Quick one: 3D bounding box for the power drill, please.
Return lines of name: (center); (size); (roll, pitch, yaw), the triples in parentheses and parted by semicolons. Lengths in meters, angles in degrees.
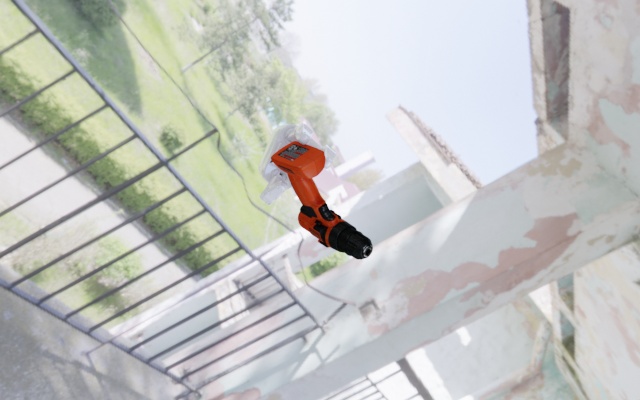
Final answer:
power drill: (0.000, 0.002, 0.783); (0.057, 0.188, 0.184); (-37, 35, -22)
